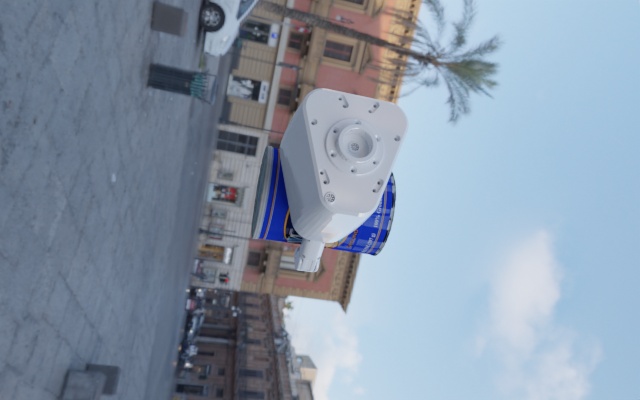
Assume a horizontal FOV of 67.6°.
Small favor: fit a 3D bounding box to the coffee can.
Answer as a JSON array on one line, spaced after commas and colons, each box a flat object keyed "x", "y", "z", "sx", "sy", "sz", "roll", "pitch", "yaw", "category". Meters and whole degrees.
[{"x": 0.000, "y": 0.002, "z": 0.534, "sx": 0.140, "sy": 0.103, "sz": 0.103, "roll": 9, "pitch": -2, "yaw": -11, "category": "coffee can"}]
